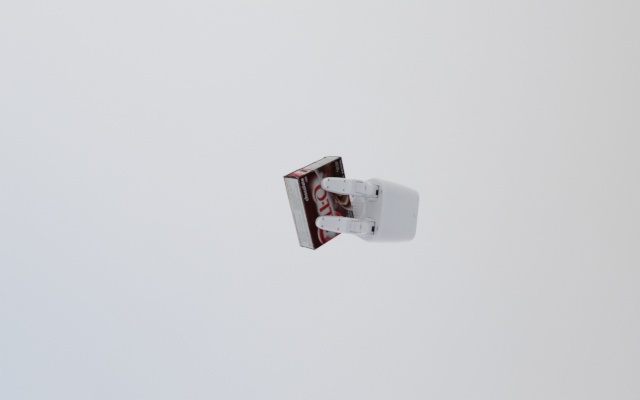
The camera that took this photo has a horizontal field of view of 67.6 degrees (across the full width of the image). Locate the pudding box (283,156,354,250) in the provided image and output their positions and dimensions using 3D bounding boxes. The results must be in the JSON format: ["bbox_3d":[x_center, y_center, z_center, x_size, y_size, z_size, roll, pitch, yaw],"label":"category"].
[{"bbox_3d":[0.000,0.002,0.690,0.039,0.113,0.090,4,25,45],"label":"pudding box"}]
